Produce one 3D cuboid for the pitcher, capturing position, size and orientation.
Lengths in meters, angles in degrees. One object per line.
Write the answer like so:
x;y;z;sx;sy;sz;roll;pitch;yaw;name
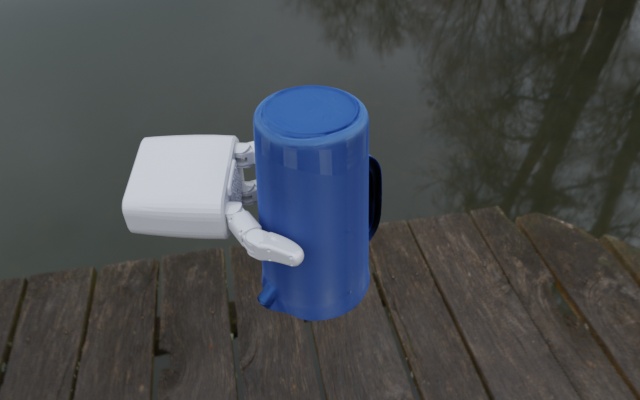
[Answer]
0.000;0.002;0.521;0.145;0.243;0.149;2;41;3;pitcher
